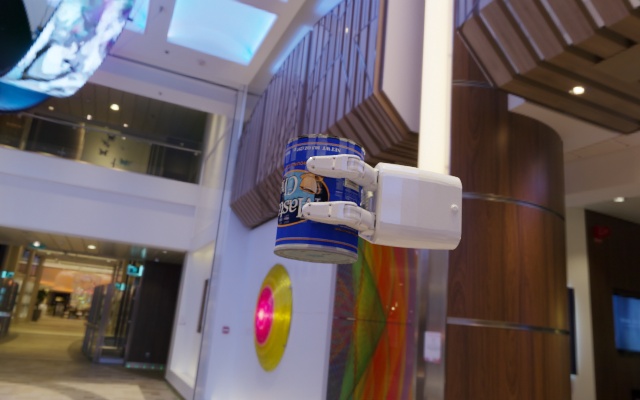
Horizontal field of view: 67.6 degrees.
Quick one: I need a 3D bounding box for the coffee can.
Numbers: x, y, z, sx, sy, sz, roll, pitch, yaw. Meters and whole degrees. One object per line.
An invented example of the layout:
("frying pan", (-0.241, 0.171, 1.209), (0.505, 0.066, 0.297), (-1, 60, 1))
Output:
("coffee can", (0.000, 0.002, 0.596), (0.103, 0.140, 0.103), (5, -15, 1))
